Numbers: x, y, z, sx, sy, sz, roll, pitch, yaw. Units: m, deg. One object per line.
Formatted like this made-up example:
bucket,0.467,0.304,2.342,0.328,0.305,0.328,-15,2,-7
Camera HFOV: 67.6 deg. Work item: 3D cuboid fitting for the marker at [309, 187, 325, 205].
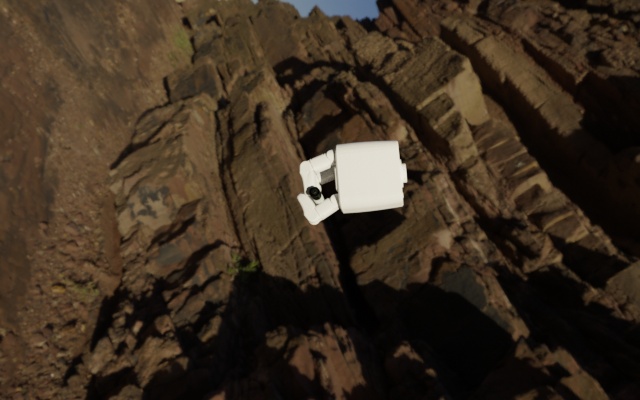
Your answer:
marker,0.000,0.003,0.831,0.020,0.020,0.121,0,-18,11
